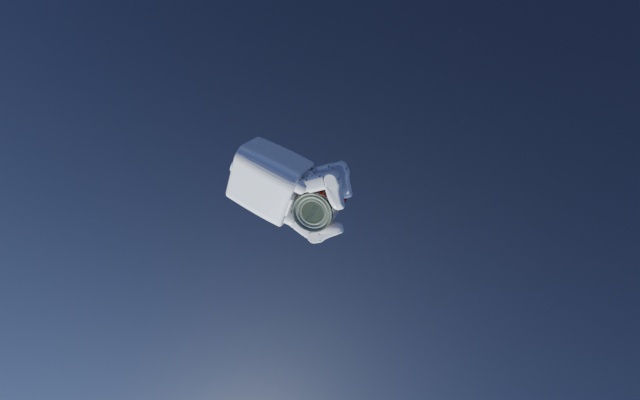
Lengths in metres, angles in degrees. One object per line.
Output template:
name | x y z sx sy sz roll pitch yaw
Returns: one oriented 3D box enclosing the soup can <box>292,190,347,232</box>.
soup can | 0.000 0.003 0.777 0.068 0.068 0.102 0 19 16
